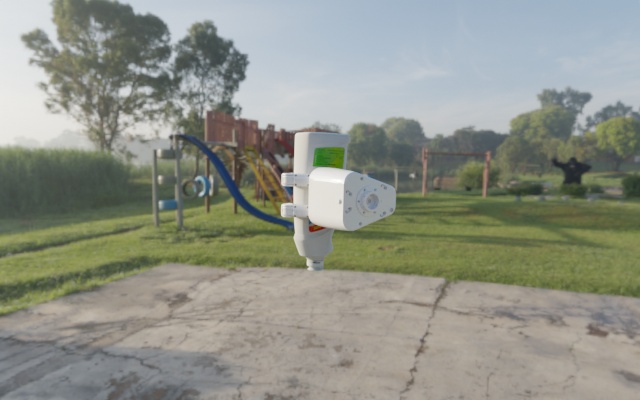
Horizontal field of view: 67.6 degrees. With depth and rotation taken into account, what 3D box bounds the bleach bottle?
[{"bbox_3d":[0.000,0.003,0.880,0.102,0.251,0.068,-2,6,-31],"label":"bleach bottle"}]
